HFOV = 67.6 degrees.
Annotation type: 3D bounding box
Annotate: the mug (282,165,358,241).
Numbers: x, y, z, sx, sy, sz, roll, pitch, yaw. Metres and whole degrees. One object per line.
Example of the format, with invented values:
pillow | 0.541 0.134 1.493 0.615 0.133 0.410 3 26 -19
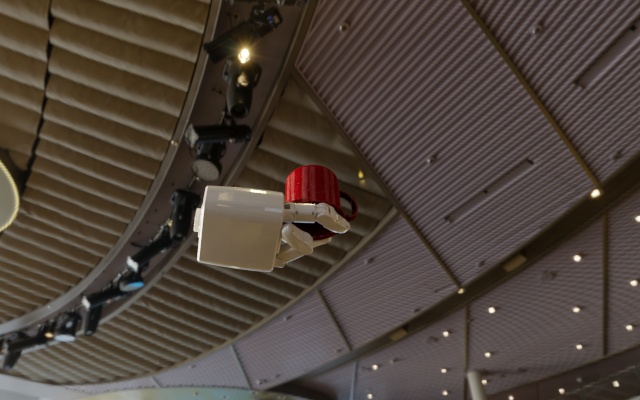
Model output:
mug | 0.002 0.002 0.719 0.117 0.081 0.093 7 -42 -12
